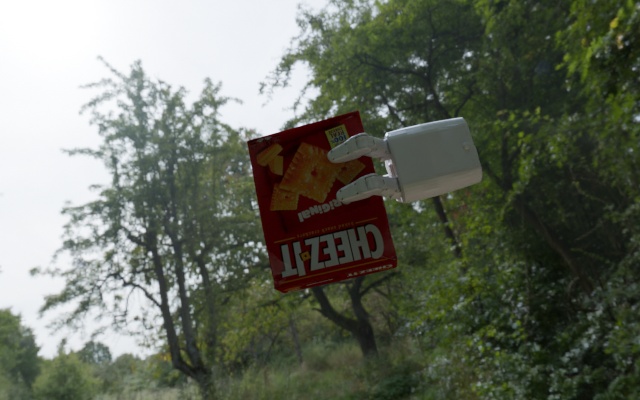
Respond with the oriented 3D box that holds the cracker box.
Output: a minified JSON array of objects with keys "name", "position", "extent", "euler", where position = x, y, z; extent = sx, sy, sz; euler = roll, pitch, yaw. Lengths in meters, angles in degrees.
[{"name":"cracker box","position":[0.000,0.002,0.651],"extent":[0.164,0.213,0.072],"euler":[-14,-16,4]}]
